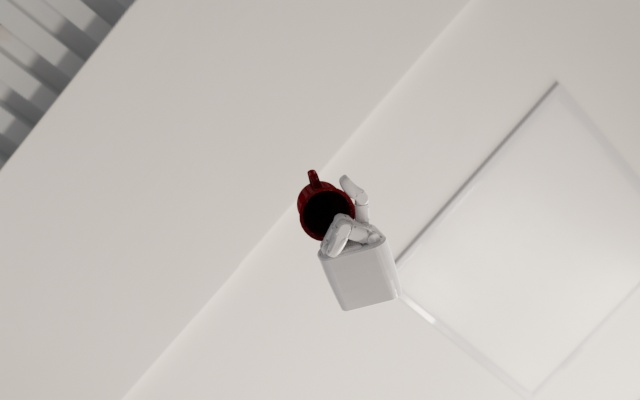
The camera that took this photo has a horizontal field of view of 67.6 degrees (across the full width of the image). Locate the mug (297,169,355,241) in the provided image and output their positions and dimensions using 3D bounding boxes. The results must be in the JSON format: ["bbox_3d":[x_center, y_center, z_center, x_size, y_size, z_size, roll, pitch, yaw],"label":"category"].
[{"bbox_3d":[0.000,0.001,0.810,0.093,0.117,0.081,-22,18,-4],"label":"mug"}]
